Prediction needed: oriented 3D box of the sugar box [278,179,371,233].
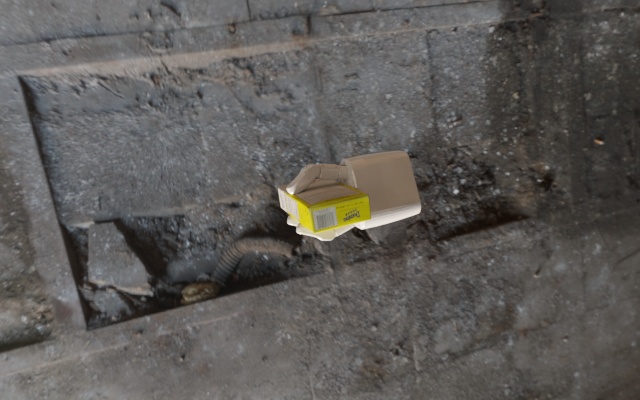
[{"bbox_3d":[0.000,0.003,0.750,0.093,0.048,0.176,-12,12,-16],"label":"sugar box"}]
